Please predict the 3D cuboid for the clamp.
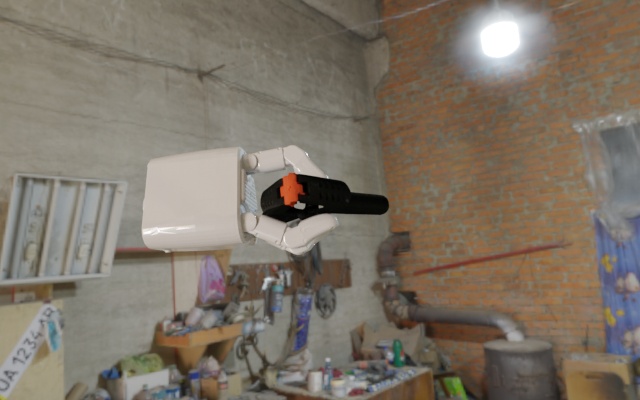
[{"bbox_3d":[0.000,0.001,0.530,0.164,0.036,0.210,-7,-9,2],"label":"clamp"}]
